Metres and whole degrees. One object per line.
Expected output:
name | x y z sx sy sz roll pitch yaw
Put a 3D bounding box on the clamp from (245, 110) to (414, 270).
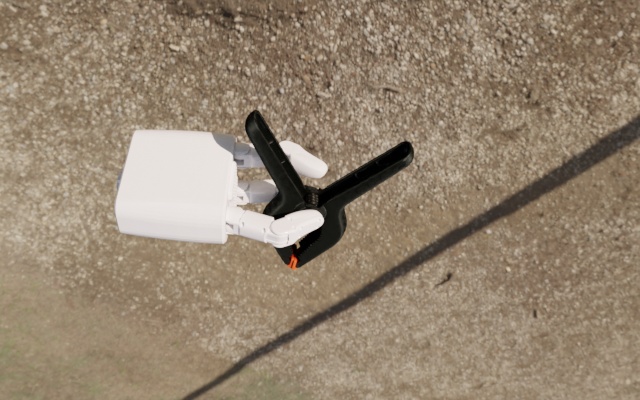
clamp | 0.000 0.003 0.513 0.164 0.210 0.036 6 44 -4
